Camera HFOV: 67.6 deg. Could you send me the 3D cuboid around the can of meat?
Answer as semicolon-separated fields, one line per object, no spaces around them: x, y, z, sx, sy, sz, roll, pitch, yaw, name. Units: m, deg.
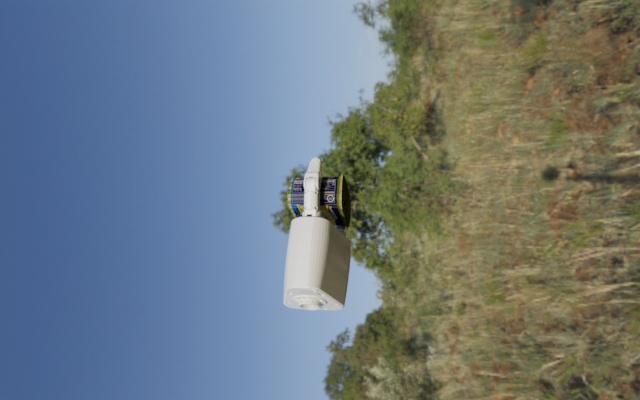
0.000;0.002;0.755;0.084;0.057;0.102;-1;-26;11;can of meat
